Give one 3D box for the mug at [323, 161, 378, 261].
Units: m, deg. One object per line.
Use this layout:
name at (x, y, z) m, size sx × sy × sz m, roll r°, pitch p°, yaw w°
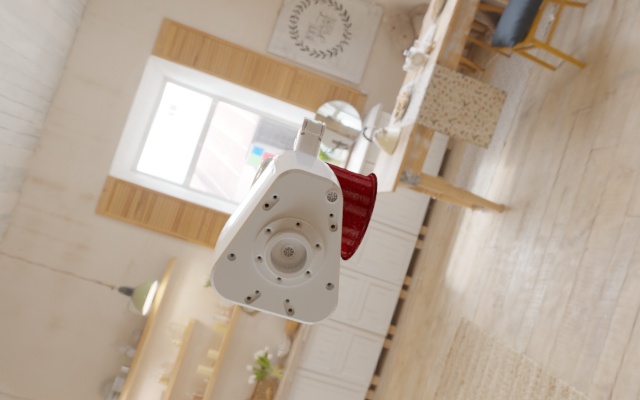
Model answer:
mug at (0.000, 0.001, 0.488) m, size 0.081 × 0.093 × 0.117 m, roll 19°, pitch 7°, yaw -9°
